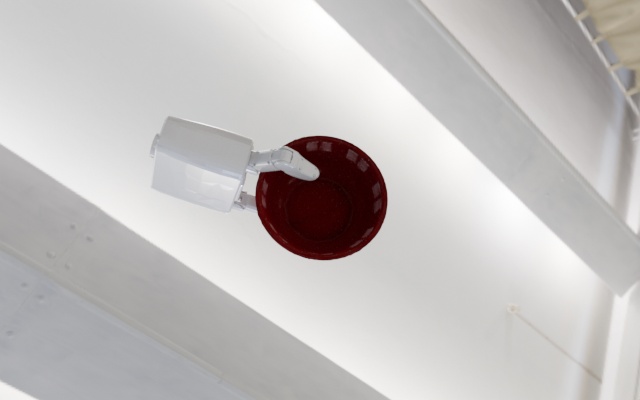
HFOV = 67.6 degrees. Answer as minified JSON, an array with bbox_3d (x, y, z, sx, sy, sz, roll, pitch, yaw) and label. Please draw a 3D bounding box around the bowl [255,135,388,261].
[{"bbox_3d":[0.001,0.003,0.600,0.162,0.162,0.055,0,-20,-5],"label":"bowl"}]
